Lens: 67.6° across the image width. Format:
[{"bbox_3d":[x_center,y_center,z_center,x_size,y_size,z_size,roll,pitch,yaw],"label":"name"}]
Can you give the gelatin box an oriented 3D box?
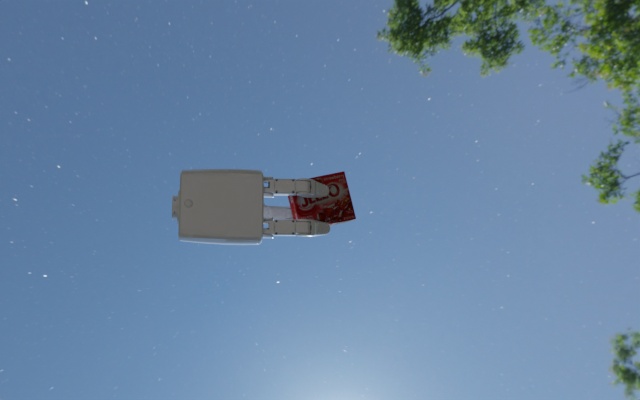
[{"bbox_3d":[0.000,0.002,0.693,0.089,0.073,0.030,-11,-6,-20],"label":"gelatin box"}]
